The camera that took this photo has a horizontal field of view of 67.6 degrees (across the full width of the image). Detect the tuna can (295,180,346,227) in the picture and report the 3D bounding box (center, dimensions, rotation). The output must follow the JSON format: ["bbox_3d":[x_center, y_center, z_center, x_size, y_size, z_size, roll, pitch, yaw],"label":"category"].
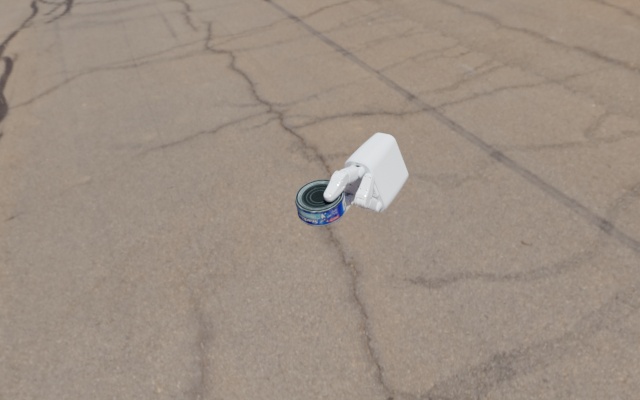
[{"bbox_3d":[0.000,0.002,0.816,0.086,0.034,0.086,-6,42,6],"label":"tuna can"}]
